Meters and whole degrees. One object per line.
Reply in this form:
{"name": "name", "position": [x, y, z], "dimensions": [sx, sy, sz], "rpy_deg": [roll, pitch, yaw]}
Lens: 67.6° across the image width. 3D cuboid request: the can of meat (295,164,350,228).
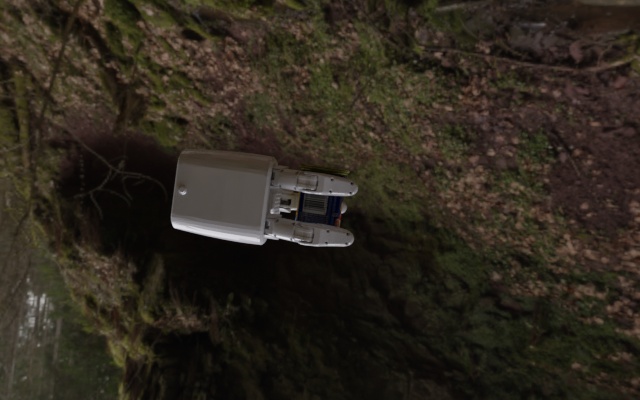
{"name": "can of meat", "position": [0.000, 0.002, 0.570], "dimensions": [0.057, 0.084, 0.102], "rpy_deg": [8, 3, 2]}
